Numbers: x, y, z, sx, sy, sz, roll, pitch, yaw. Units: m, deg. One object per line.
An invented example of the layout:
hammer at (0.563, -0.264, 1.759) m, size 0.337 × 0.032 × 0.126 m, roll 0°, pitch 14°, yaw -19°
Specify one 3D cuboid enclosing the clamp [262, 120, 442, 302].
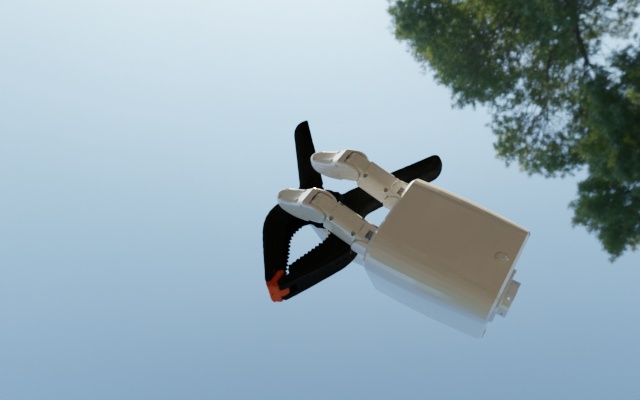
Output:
clamp at (0.000, 0.002, 0.461) m, size 0.164 × 0.210 × 0.036 m, roll 24°, pitch -34°, yaw 26°
